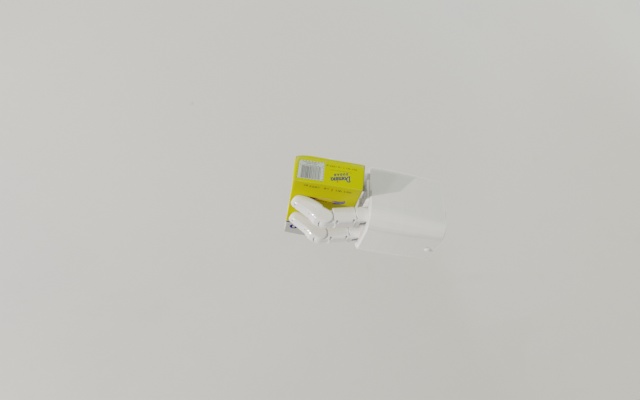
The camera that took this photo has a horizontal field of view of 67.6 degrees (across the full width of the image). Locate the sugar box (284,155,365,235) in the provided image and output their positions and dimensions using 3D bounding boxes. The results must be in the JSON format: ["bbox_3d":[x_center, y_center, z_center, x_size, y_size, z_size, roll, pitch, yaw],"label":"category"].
[{"bbox_3d":[0.000,0.003,0.688,0.093,0.048,0.176,9,-29,-3],"label":"sugar box"}]
